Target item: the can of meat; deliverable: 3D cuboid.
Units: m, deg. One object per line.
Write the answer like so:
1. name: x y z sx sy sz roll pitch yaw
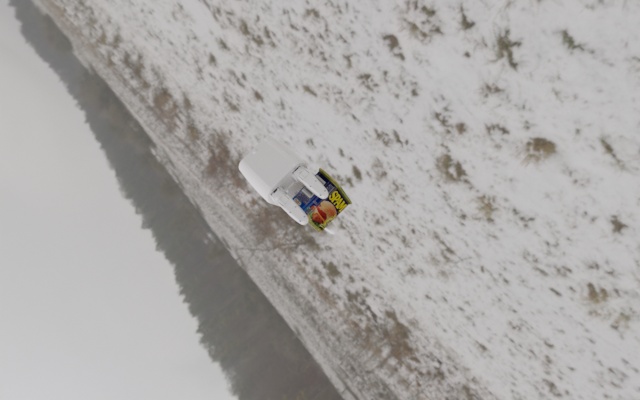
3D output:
1. can of meat: 0.000 0.003 0.861 0.057 0.084 0.102 43 -4 31
